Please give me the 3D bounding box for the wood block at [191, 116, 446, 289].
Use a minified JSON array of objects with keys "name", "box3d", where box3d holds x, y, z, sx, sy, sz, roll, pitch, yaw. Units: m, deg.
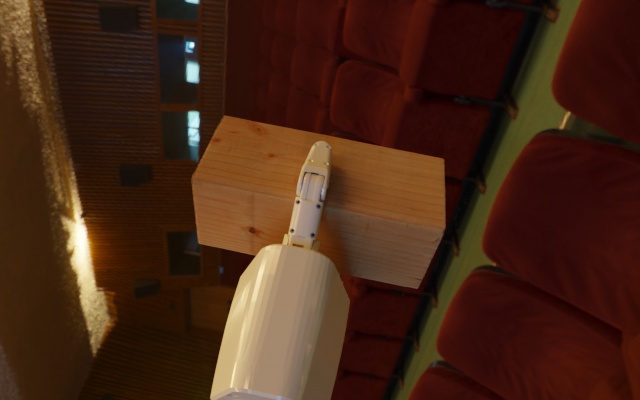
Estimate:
[{"name":"wood block","box3d":[0.000,0.001,0.437,0.206,0.090,0.091,12,-44,2]}]
